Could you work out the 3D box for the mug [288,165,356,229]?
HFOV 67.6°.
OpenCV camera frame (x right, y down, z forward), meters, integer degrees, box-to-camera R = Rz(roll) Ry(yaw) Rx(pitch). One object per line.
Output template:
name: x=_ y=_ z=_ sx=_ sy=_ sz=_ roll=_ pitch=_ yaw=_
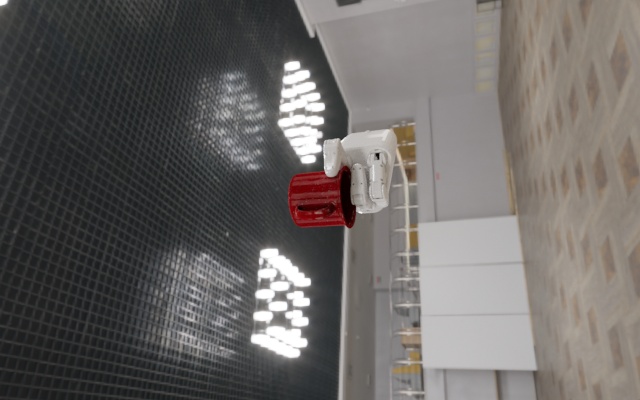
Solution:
mug: x=0.000 y=0.003 z=0.700 sx=0.081 sy=0.093 sz=0.117 roll=-4 pitch=22 yaw=18
